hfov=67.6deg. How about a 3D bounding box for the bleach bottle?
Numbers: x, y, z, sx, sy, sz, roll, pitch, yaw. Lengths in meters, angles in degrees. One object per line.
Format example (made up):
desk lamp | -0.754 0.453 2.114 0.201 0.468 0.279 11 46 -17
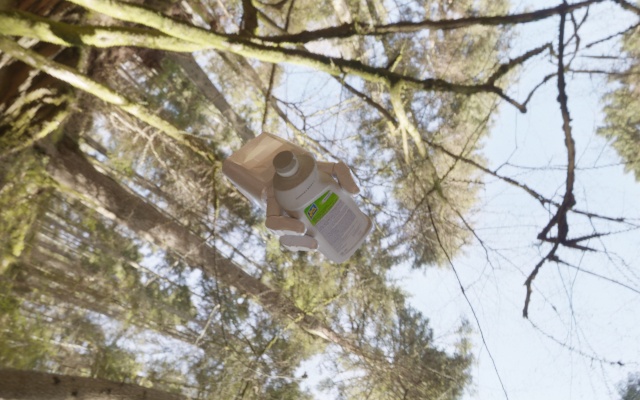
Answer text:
bleach bottle | 0.000 0.002 0.707 0.068 0.102 0.251 31 -14 34
